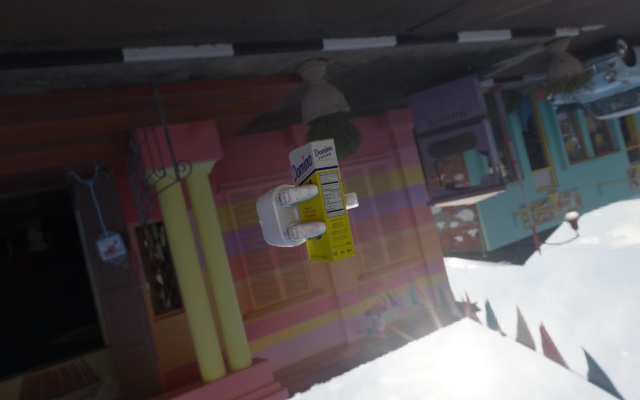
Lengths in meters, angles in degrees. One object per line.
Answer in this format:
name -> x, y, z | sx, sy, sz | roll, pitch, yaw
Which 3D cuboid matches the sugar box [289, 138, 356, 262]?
sugar box -> 0.000, 0.003, 0.724 | 0.048, 0.176, 0.093 | -13, 0, -25
